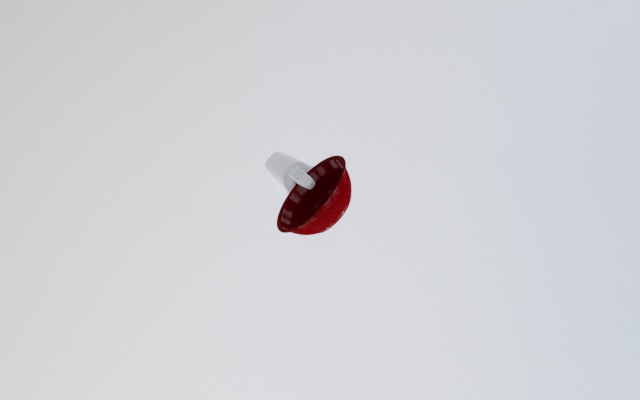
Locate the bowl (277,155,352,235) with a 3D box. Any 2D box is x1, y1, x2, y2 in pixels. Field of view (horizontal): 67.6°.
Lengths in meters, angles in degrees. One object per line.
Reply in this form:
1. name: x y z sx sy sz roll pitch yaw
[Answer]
1. bowl: 0.001 0.003 0.802 0.055 0.162 0.162 41 -18 -22
